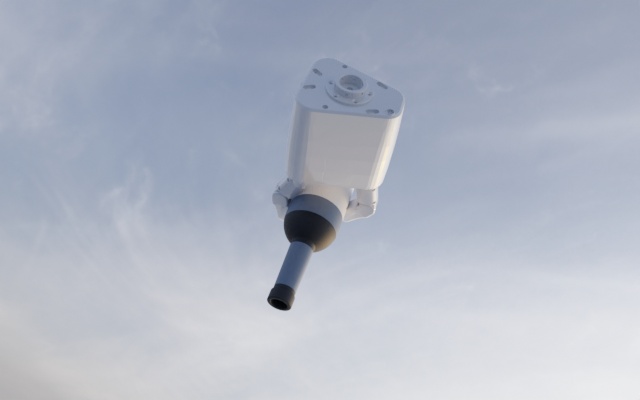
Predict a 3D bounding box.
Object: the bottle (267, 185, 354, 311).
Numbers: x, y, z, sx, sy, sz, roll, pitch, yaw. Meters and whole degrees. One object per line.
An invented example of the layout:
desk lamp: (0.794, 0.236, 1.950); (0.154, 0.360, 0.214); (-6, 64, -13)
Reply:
bottle: (0.000, 0.002, 0.588); (0.069, 0.295, 0.069); (13, -40, 11)
